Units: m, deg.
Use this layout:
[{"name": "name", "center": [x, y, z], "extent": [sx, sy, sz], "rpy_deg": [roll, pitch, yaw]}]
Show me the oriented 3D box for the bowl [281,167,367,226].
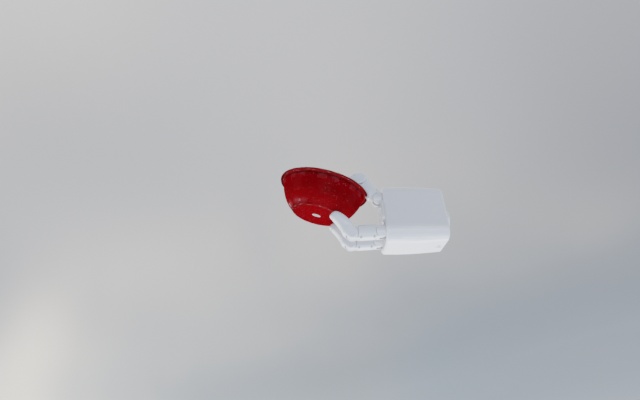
[{"name": "bowl", "center": [-0.001, 0.003, 0.857], "extent": [0.162, 0.055, 0.162], "rpy_deg": [13, -23, 5]}]
